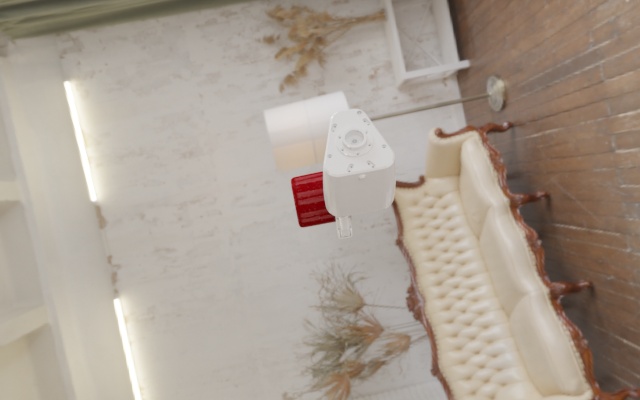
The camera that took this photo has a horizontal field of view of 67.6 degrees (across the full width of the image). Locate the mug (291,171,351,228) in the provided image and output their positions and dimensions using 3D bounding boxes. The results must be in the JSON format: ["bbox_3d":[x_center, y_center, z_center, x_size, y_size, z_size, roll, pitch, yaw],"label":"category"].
[{"bbox_3d":[0.000,0.003,0.766,0.081,0.093,0.117,-11,-30,-2],"label":"mug"}]
